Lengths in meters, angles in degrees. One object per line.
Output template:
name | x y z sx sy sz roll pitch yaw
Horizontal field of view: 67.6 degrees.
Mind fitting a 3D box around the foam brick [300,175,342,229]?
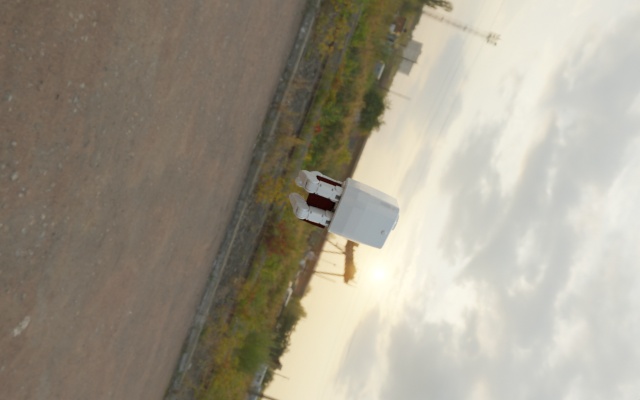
foam brick | 0.000 0.003 0.895 0.051 0.078 0.053 21 31 0
